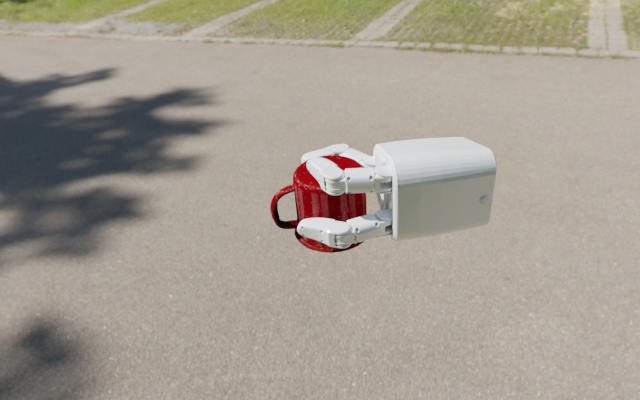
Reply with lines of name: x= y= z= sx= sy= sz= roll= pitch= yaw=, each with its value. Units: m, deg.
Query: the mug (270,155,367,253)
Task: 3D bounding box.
mug: x=-0.001 y=0.002 z=0.552 sx=0.117 sy=0.082 sz=0.093 roll=-8 pitch=33 yaw=-4
